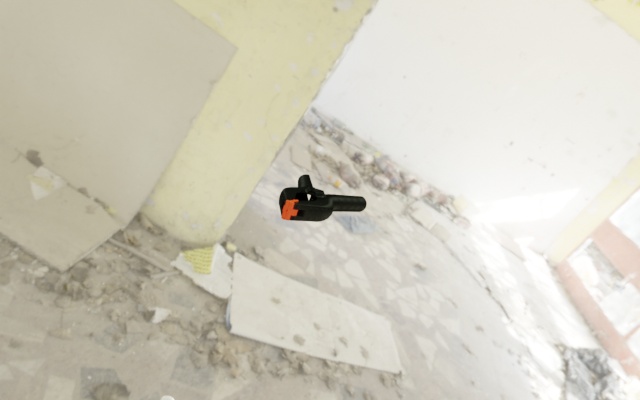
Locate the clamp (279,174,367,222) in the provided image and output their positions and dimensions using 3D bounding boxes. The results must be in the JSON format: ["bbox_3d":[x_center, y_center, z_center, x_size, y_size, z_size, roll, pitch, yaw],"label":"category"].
[{"bbox_3d":[0.000,0.002,0.705,0.120,0.039,0.171,14,19,13],"label":"clamp"}]
